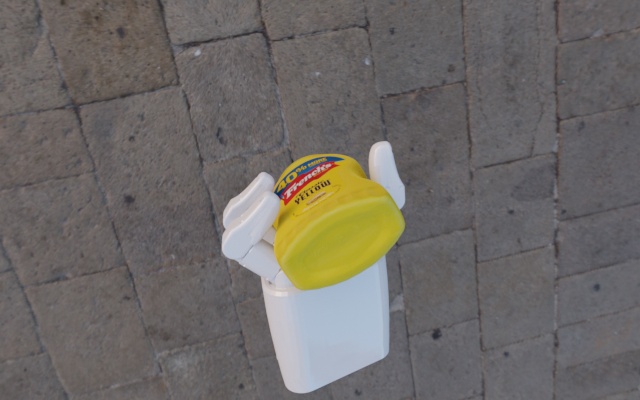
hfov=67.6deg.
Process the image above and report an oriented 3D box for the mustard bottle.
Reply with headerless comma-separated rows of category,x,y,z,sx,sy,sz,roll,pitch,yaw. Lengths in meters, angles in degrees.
mustard bottle,0.000,0.001,0.425,0.096,0.058,0.191,-33,21,2
